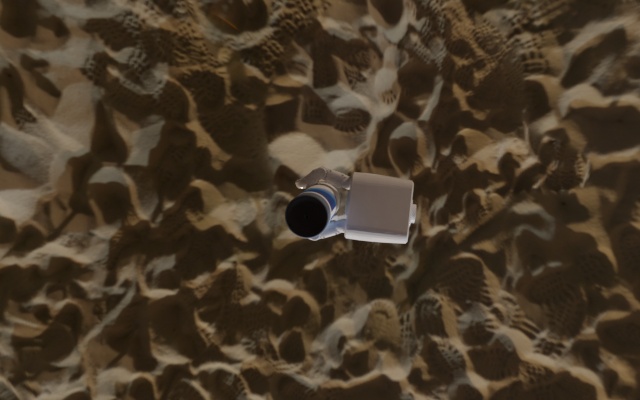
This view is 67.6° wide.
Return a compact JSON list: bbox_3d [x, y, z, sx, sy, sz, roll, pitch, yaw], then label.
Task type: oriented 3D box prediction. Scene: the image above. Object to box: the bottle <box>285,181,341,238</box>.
[{"bbox_3d":[0.000,0.003,0.850,0.069,0.069,0.295,0,8,8],"label":"bottle"}]
